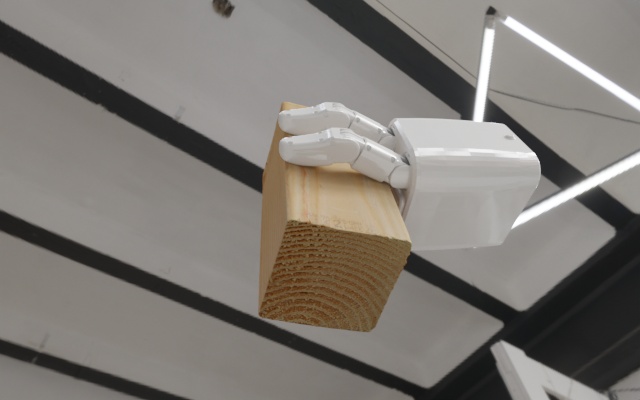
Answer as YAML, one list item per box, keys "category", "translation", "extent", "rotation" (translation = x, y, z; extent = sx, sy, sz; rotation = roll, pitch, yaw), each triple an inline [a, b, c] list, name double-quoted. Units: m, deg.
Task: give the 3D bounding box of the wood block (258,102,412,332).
- category: "wood block"
  translation: [0.000, 0.002, 0.415]
  extent: [0.090, 0.091, 0.206]
  rotation: [11, 30, -12]
